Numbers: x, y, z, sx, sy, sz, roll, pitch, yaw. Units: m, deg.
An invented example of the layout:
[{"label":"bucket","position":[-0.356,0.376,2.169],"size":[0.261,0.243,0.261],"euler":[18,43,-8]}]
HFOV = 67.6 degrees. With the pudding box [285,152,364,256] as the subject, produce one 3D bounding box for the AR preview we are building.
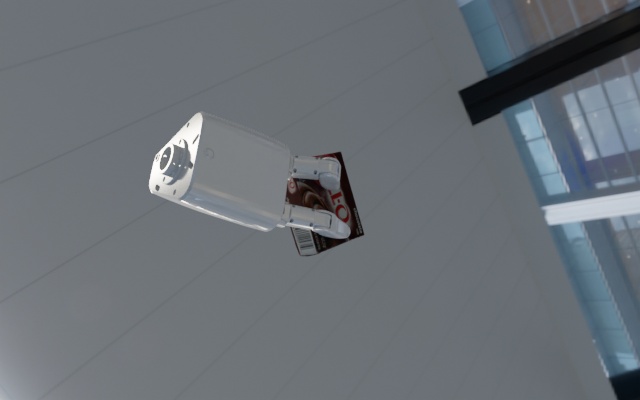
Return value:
[{"label":"pudding box","position":[0.000,0.002,0.578],"size":[0.039,0.113,0.090],"euler":[-13,3,45]}]
